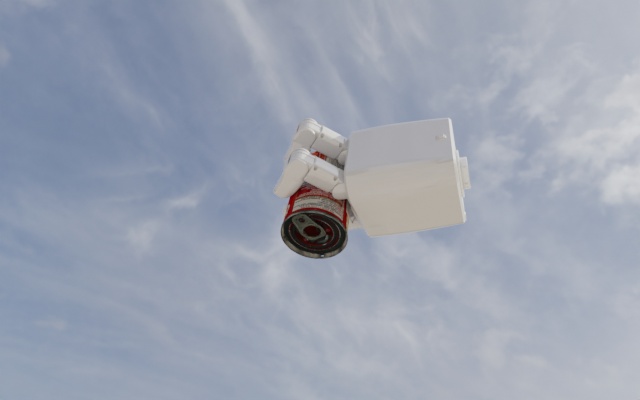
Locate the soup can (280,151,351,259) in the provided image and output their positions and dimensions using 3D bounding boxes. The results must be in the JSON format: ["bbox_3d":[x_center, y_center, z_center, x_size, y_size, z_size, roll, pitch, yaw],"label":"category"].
[{"bbox_3d":[0.000,0.002,0.510,0.068,0.069,0.102,0,43,10],"label":"soup can"}]
